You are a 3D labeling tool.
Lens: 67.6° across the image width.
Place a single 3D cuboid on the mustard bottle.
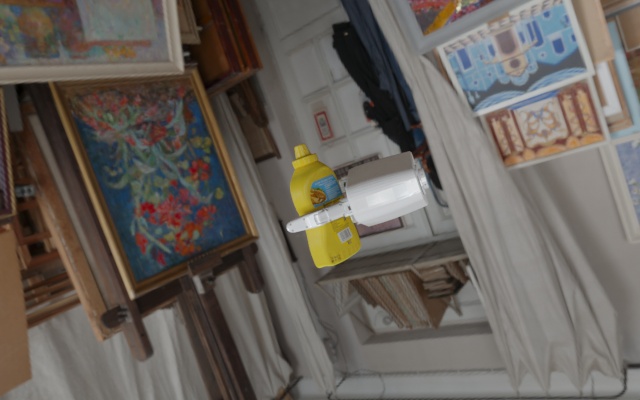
[{"bbox_3d":[0.000,0.003,0.758,0.058,0.191,0.096,-16,6,41],"label":"mustard bottle"}]
